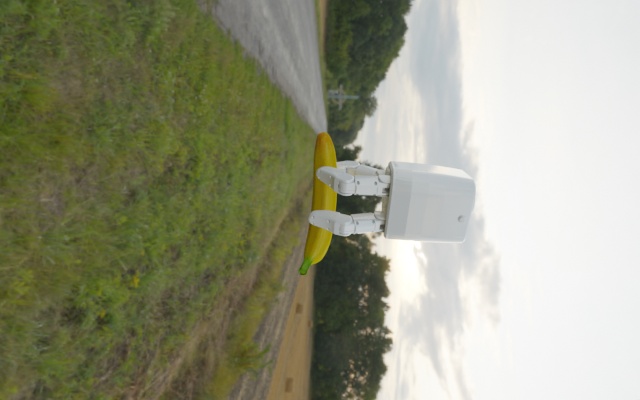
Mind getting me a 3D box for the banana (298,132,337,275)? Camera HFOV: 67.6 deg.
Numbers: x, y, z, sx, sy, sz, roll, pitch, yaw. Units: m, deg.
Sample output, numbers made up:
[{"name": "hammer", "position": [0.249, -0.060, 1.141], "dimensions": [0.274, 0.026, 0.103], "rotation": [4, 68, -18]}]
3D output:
[{"name": "banana", "position": [0.002, 0.004, 0.676], "dimensions": [0.037, 0.198, 0.069], "rotation": [7, 5, 8]}]
